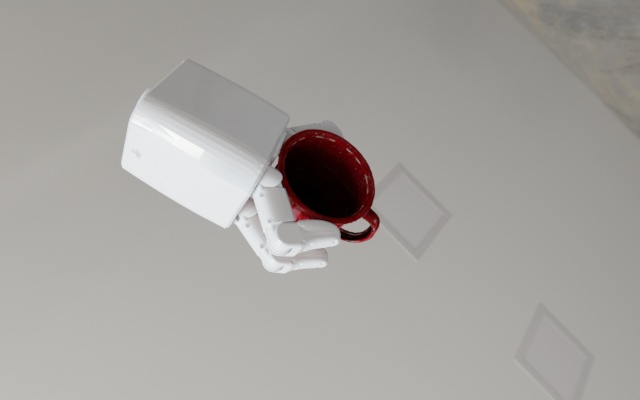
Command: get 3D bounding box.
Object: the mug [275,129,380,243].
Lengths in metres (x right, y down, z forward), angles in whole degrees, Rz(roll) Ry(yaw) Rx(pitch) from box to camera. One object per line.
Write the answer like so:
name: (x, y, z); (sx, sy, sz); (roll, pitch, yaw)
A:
mug: (0.001, 0.002, 0.443); (0.117, 0.093, 0.081); (31, -37, -10)
